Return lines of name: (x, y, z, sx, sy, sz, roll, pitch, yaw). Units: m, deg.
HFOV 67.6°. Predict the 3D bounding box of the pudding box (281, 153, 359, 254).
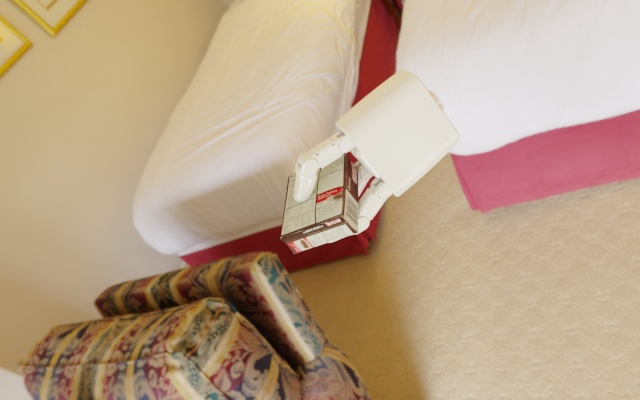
pudding box: (0.000, 0.002, 0.596, 0.090, 0.113, 0.039, -21, -51, 24)
